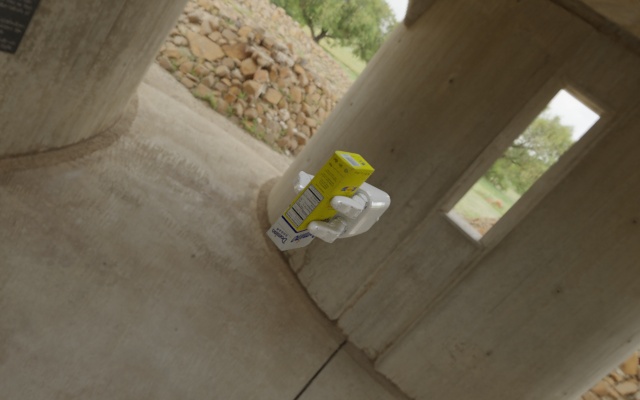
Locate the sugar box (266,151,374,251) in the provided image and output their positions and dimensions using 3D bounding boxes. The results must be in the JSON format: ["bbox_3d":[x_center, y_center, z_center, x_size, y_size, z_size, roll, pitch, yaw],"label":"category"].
[{"bbox_3d":[0.001,0.003,0.750,0.048,0.176,0.093,45,19,19],"label":"sugar box"}]
